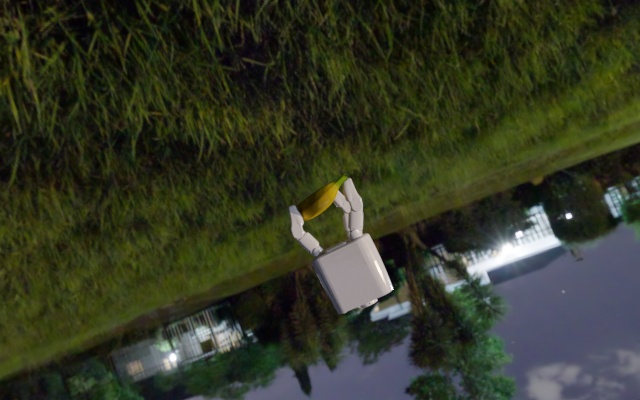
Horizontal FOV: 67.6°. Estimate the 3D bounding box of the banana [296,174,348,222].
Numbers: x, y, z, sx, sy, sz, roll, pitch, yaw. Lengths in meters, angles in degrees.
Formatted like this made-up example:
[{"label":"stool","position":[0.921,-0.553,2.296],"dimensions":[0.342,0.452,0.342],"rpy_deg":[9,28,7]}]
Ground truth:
[{"label":"banana","position":[-0.013,0.010,0.870],"dimensions":[0.069,0.037,0.198],"rpy_deg":[-30,-2,-29]}]
